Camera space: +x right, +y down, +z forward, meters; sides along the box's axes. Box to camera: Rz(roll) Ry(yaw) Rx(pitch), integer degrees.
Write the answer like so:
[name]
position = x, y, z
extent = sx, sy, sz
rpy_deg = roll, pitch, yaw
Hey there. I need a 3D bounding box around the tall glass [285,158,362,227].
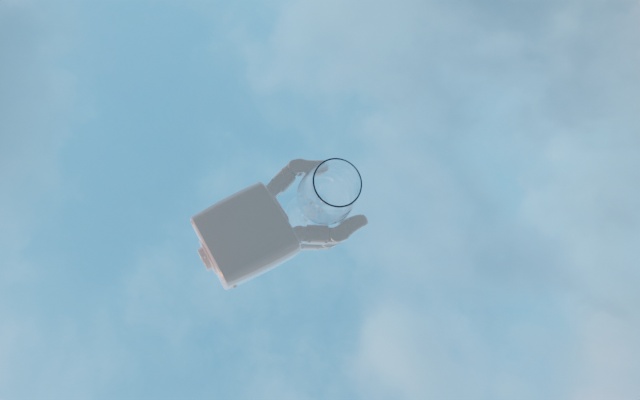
[tall glass]
position = 0.000, 0.002, 0.664
extent = 0.079, 0.079, 0.201
rpy_deg = 0, -14, -13
